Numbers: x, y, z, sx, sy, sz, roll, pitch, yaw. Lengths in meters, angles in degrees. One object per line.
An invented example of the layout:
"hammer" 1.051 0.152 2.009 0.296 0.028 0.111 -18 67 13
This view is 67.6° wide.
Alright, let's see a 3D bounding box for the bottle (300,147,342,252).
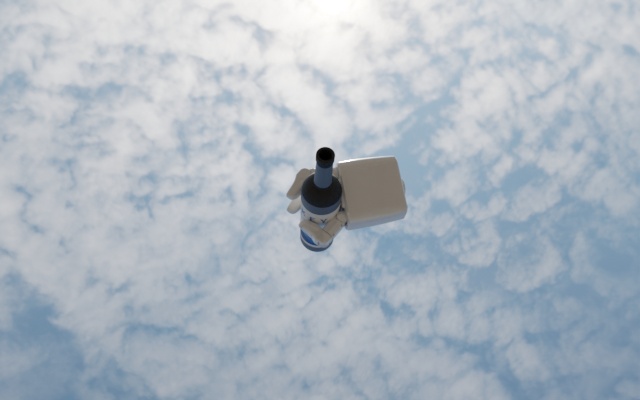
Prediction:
"bottle" 0.000 0.003 0.801 0.069 0.069 0.296 0 -27 -3
